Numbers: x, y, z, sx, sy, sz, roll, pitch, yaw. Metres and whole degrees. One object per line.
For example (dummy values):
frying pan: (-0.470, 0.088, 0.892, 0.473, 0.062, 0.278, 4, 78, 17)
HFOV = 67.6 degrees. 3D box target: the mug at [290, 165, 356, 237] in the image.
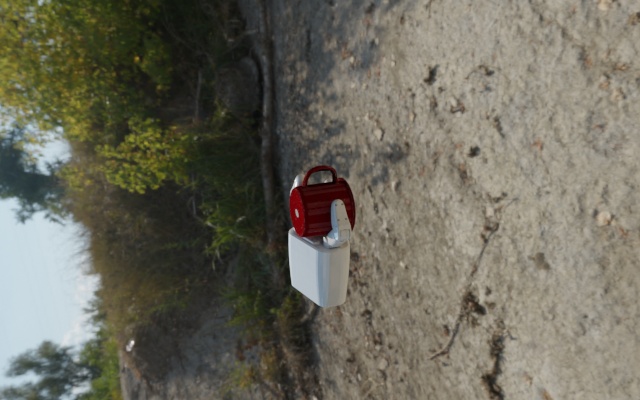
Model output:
mug: (0.000, 0.001, 0.753, 0.081, 0.117, 0.093, -8, 21, -19)
